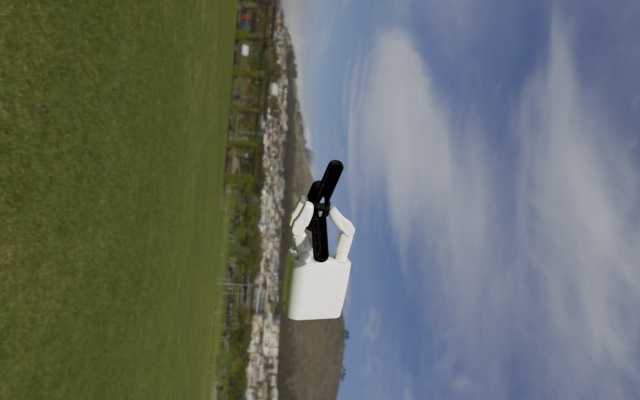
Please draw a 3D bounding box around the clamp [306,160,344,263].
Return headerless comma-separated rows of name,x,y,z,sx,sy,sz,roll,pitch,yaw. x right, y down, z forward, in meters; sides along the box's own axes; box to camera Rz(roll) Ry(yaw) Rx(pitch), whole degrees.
clamp,0.001,0.003,0.840,0.036,0.164,0.210,10,9,-10
